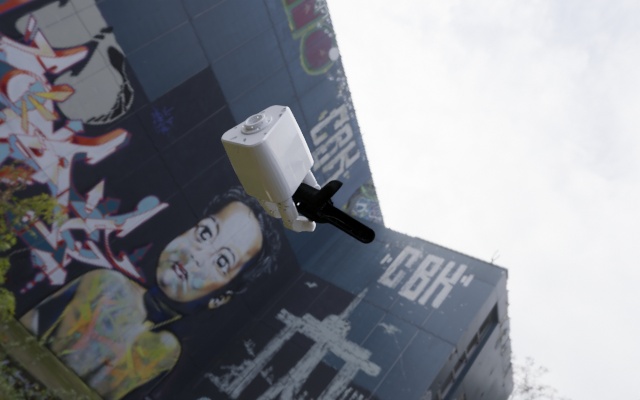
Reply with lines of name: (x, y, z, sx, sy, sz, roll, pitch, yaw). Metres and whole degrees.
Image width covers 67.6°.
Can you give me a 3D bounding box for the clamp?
clamp: (0.000, 0.002, 0.733, 0.171, 0.120, 0.039, 17, 52, 42)
